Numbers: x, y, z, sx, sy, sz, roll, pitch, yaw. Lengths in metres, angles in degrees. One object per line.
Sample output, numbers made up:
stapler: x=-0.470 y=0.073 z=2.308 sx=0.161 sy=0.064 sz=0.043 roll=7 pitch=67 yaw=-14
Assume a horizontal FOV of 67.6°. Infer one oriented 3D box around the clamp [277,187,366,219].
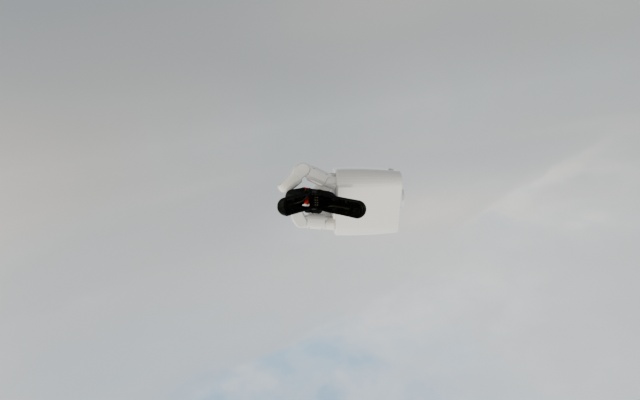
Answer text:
clamp: x=0.000 y=0.003 z=0.706 sx=0.120 sy=0.039 sz=0.171 roll=9 pitch=9 yaw=-3
